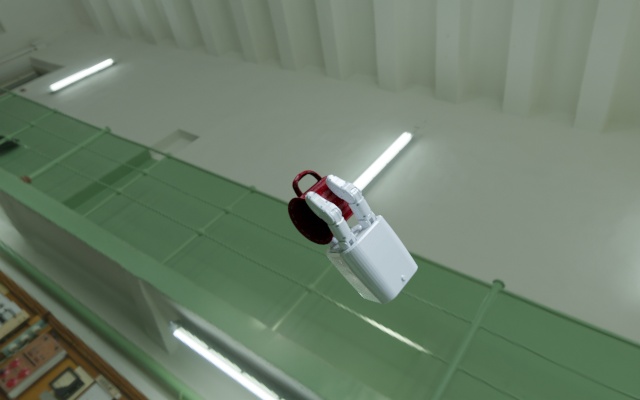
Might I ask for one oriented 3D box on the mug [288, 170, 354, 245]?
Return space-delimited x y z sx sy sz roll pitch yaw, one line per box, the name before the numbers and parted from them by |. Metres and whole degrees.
mug | -0.001 0.001 0.784 0.081 0.117 0.093 -42 9 -34
